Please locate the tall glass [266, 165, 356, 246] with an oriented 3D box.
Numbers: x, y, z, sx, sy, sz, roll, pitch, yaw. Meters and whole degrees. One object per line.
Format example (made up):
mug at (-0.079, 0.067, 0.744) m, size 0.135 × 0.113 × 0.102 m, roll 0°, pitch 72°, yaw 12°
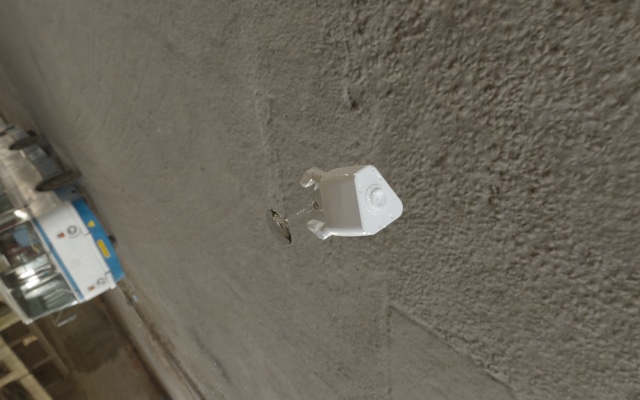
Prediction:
tall glass at (0.000, 0.003, 0.894) m, size 0.201 × 0.079 × 0.079 m, roll -31°, pitch 16°, yaw -29°
